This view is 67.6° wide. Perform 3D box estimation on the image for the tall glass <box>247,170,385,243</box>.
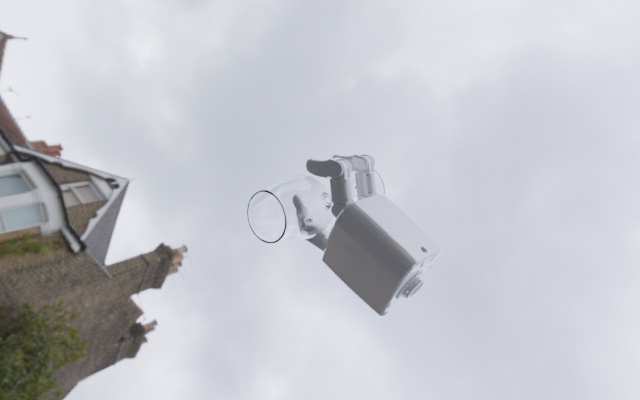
[{"bbox_3d":[0.000,0.002,0.614,0.079,0.079,0.201,0,10,39],"label":"tall glass"}]
